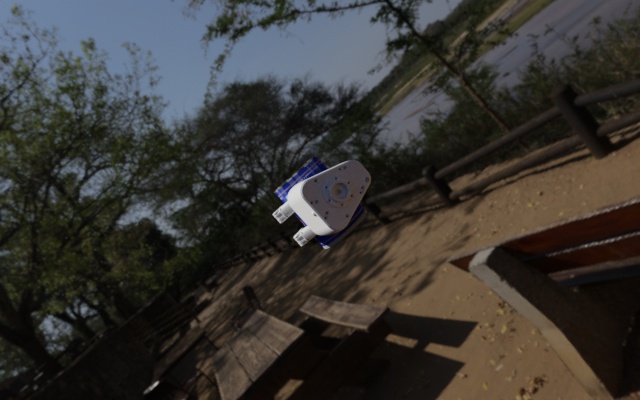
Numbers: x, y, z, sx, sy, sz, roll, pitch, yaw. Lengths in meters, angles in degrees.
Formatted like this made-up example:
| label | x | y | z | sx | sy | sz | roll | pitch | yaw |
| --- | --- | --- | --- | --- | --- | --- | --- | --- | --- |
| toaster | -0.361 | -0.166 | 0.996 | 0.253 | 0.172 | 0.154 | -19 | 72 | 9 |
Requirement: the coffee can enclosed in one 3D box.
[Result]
| label | x | y | z | sx | sy | sz | roll | pitch | yaw |
| --- | --- | --- | --- | --- | --- | --- | --- | --- | --- |
| coffee can | 0.000 | 0.003 | 0.865 | 0.103 | 0.140 | 0.103 | -42 | 4 | 4 |
